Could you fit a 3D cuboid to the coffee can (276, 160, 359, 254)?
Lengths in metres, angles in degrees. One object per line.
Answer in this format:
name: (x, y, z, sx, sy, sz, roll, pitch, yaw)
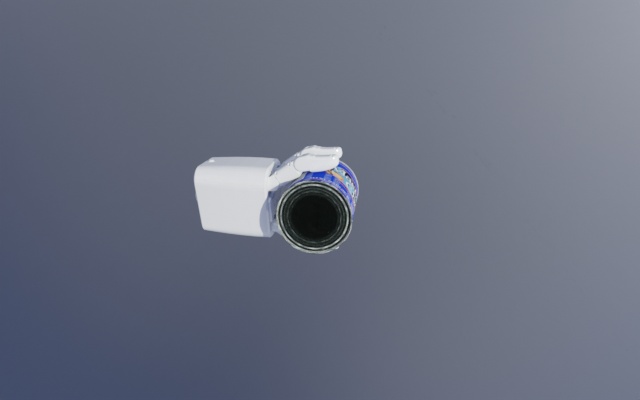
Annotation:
coffee can: (0.000, 0.002, 0.689, 0.103, 0.103, 0.140, 0, 17, 8)
